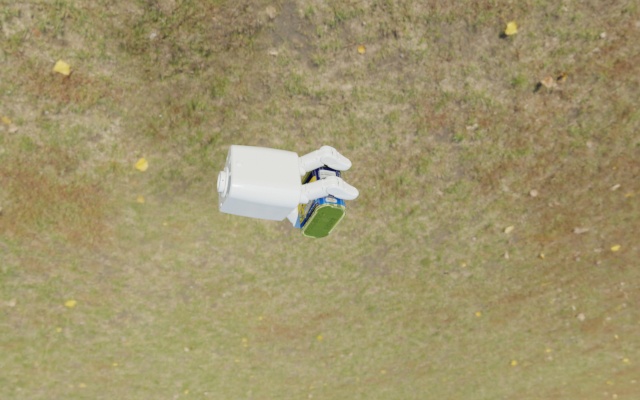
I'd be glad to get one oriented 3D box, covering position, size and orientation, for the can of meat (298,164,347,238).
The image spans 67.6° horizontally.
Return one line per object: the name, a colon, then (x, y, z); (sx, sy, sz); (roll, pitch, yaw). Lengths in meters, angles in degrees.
can of meat: (0.000, 0.003, 0.780); (0.057, 0.084, 0.102); (9, -37, -21)
